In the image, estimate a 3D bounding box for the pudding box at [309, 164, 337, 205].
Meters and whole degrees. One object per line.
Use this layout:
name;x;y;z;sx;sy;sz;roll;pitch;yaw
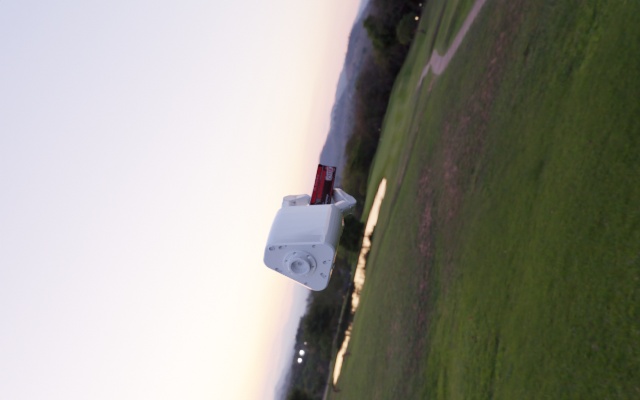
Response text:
pudding box;0.000;0.003;0.858;0.039;0.090;0.114;13;-32;0
